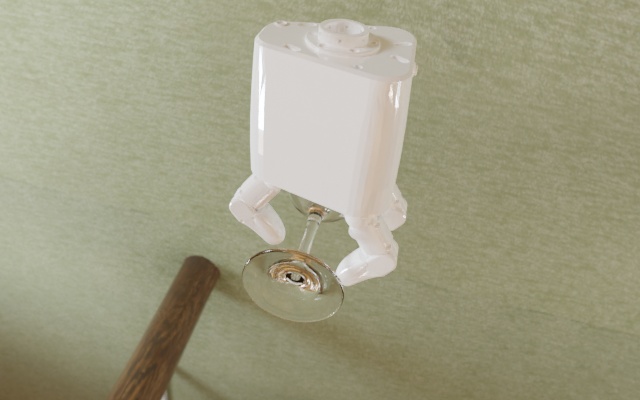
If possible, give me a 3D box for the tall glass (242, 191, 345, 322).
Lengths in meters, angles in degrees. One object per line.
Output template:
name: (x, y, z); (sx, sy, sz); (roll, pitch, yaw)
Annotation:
tall glass: (0.000, 0.002, 0.412); (0.079, 0.079, 0.201); (0, 37, 15)
